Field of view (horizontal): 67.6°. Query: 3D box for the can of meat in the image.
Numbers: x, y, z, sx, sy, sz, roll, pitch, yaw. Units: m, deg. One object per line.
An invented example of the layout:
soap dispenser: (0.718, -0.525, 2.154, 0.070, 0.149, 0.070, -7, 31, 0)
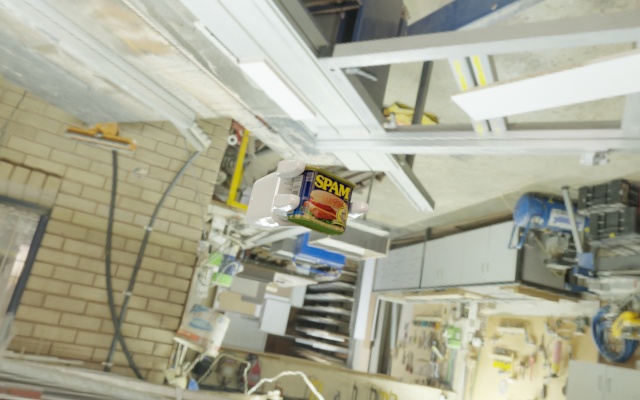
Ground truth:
can of meat: (0.000, 0.003, 0.751, 0.102, 0.084, 0.057, 22, -18, -34)
